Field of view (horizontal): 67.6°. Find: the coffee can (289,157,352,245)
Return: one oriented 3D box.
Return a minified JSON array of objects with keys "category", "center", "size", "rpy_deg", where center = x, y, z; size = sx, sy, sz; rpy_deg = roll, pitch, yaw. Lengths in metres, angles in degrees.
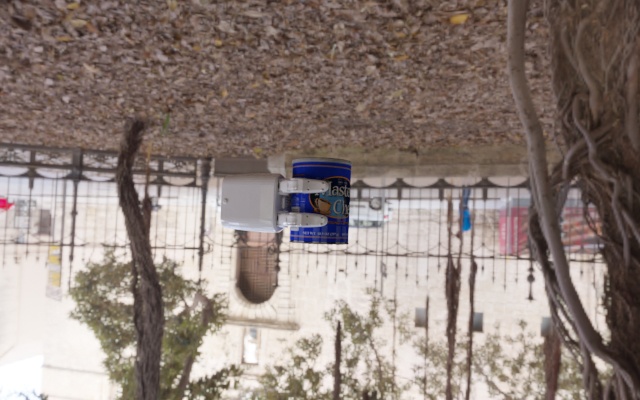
[{"category":"coffee can","center":[0.000,0.003,0.815],"size":[0.103,0.140,0.103],"rpy_deg":[2,-2,0]}]
